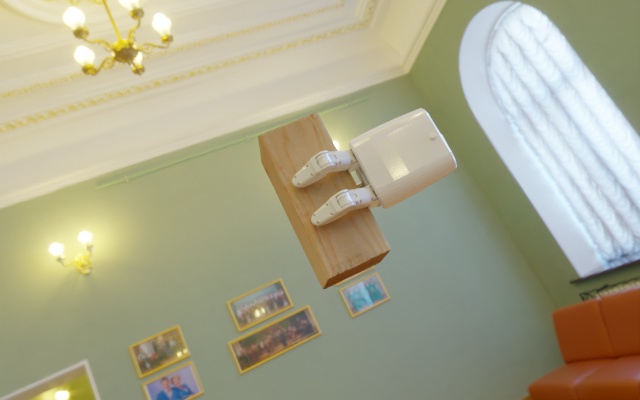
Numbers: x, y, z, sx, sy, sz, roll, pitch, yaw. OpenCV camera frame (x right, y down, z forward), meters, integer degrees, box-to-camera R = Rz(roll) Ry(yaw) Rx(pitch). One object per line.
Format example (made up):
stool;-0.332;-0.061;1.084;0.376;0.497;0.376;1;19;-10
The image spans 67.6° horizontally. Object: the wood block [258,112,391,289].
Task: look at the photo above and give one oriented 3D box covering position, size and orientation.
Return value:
wood block;0.000;0.002;0.638;0.090;0.206;0.091;-24;-16;-10
